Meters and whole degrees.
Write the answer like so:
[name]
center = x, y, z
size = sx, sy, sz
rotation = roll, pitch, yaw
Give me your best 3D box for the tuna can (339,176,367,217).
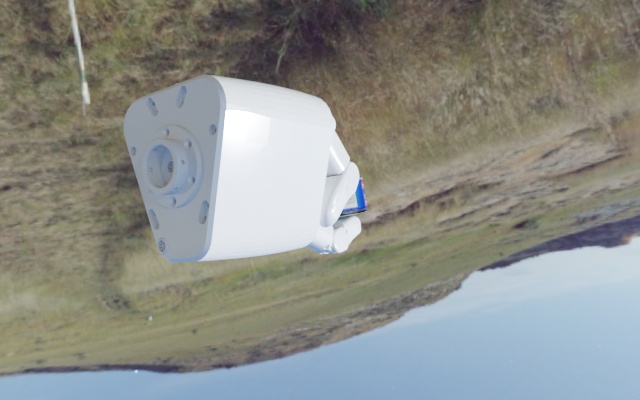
[tuna can]
center = 0.000, 0.002, 0.448
size = 0.086, 0.034, 0.086
rotation = -10, -1, 0
